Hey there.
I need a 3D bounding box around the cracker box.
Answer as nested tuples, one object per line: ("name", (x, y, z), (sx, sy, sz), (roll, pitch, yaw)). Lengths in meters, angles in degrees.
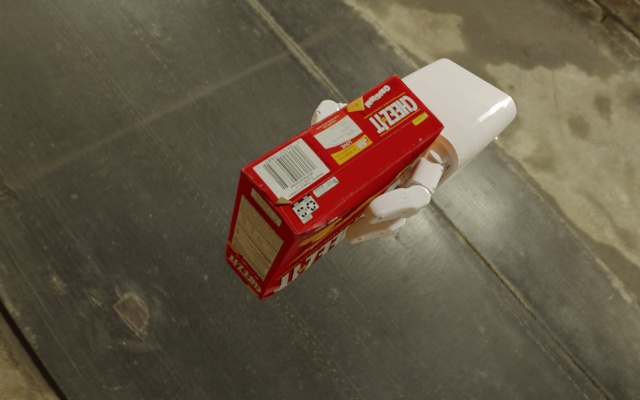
("cracker box", (0.000, 0.001, 0.452), (0.164, 0.072, 0.214), (-36, -11, -25))
